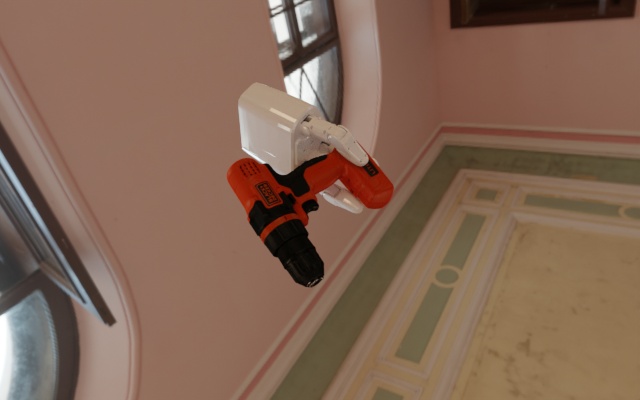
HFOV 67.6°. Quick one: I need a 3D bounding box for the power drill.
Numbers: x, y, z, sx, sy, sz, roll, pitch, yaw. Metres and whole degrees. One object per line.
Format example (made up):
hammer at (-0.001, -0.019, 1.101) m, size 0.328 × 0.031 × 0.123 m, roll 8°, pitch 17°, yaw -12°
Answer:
power drill at (0.000, 0.002, 0.602) m, size 0.187 × 0.184 × 0.057 m, roll -22°, pitch -25°, yaw -32°
